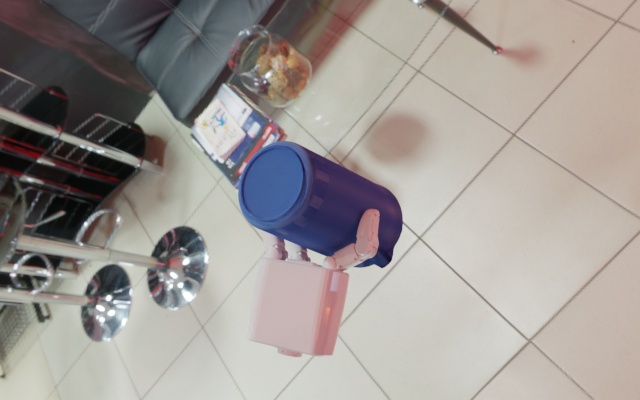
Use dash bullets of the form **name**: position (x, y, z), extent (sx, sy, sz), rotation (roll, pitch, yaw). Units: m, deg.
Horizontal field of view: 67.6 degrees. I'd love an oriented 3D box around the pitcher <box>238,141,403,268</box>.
- **pitcher**: position (0.000, 0.002, 0.642), extent (0.149, 0.145, 0.243), rotation (5, -12, 33)
